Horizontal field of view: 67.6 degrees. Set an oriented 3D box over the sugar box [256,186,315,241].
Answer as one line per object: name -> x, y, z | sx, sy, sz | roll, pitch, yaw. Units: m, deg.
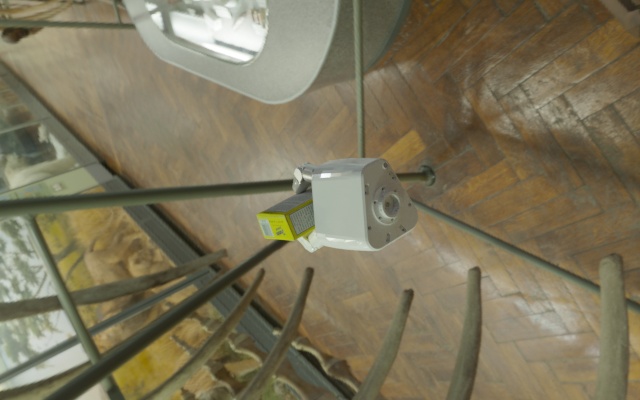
sugar box -> 0.000, 0.003, 0.717 | 0.176, 0.048, 0.093 | -26, 13, -31
